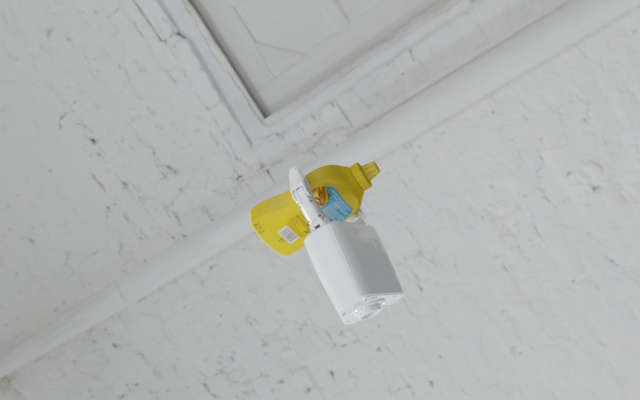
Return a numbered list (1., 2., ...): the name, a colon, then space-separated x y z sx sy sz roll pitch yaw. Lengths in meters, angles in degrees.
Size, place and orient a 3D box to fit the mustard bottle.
1. mustard bottle: 0.000 0.002 0.685 0.191 0.058 0.096 -32 -51 13
